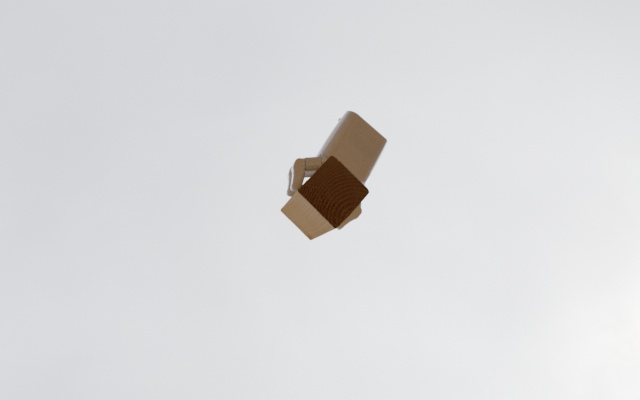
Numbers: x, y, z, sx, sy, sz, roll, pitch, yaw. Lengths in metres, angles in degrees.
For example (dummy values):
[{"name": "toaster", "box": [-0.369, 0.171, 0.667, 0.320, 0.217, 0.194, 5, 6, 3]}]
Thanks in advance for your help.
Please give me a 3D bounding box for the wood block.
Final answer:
[{"name": "wood block", "box": [0.001, 0.003, 0.873, 0.091, 0.090, 0.206, 44, -16, -2]}]
